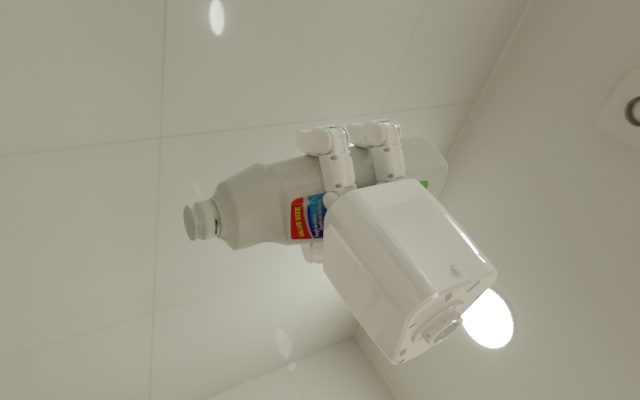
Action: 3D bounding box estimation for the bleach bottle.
[{"bbox_3d":[0.000,0.001,0.440,0.251,0.103,0.068,-12,50,-32],"label":"bleach bottle"}]
